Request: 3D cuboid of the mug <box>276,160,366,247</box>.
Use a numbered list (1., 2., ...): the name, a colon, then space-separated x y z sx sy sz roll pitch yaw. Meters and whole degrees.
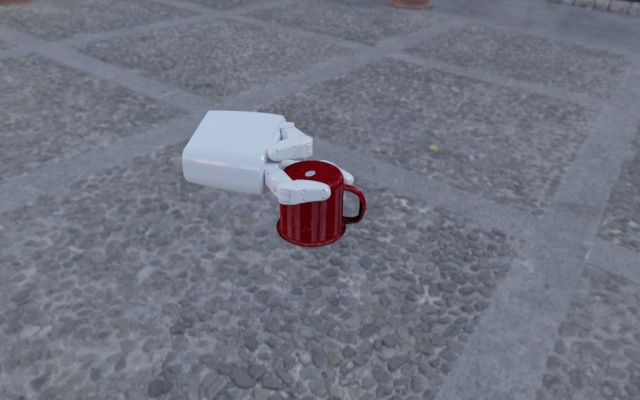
1. mug: 0.002 0.002 0.613 0.117 0.081 0.093 7 32 9
